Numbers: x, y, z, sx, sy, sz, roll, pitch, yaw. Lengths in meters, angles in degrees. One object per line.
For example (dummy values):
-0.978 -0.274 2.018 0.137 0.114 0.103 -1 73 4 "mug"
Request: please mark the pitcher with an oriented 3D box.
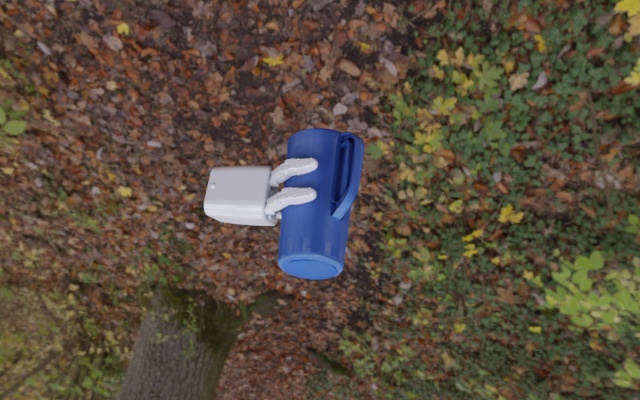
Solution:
0.000 0.003 0.819 0.145 0.242 0.149 2 -28 8 "pitcher"
